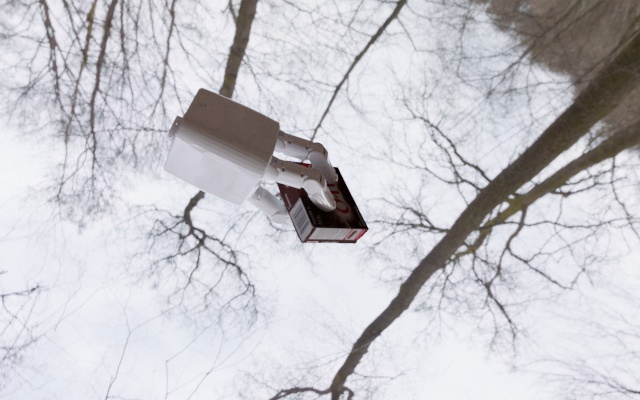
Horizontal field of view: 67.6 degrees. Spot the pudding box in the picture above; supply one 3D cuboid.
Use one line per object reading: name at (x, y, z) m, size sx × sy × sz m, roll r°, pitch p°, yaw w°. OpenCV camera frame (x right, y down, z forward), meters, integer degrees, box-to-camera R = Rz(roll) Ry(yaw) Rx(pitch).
pudding box at (0.000, 0.002, 0.618) m, size 0.090 × 0.113 × 0.039 m, roll 3°, pitch -40°, yaw -36°
